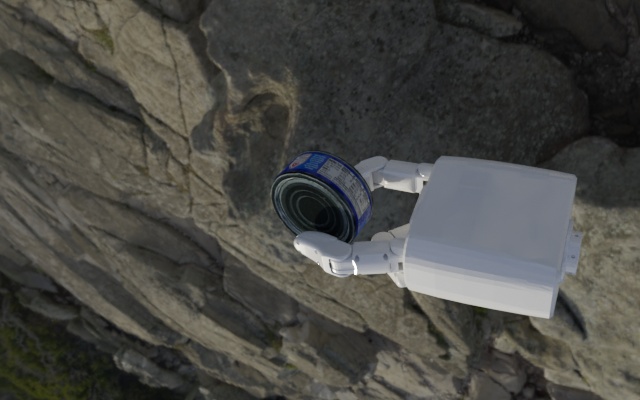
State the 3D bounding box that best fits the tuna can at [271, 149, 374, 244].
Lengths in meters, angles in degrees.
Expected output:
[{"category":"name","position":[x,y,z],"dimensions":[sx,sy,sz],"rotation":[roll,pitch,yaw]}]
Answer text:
[{"category":"tuna can","position":[0.000,0.002,0.411],"dimensions":[0.086,0.086,0.033],"rotation":[0,37,39]}]
